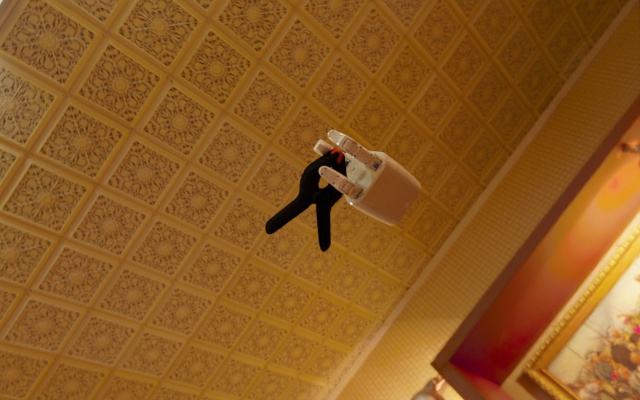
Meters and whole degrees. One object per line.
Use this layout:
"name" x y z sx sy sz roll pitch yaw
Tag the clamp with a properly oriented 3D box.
"clamp" 0.000 0.002 0.768 0.120 0.171 0.039 30 7 -37
